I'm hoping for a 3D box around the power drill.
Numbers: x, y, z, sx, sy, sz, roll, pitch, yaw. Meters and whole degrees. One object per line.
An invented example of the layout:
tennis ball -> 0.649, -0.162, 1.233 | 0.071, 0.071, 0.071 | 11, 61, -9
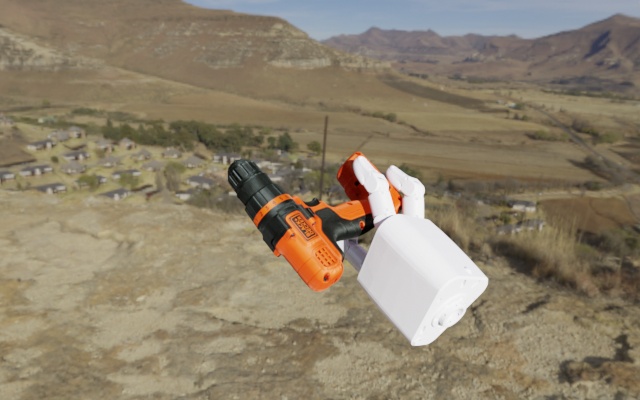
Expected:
power drill -> 0.001, 0.002, 0.588 | 0.187, 0.184, 0.057 | -27, -19, -40
